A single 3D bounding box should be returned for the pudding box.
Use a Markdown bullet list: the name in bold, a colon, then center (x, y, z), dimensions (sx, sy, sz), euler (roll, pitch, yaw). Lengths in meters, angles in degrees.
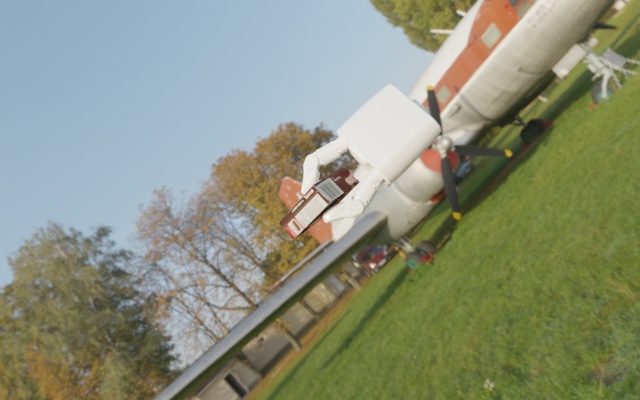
- **pudding box**: center (0.000, 0.002, 0.709), dimensions (0.090, 0.039, 0.113), euler (-47, -9, 31)
